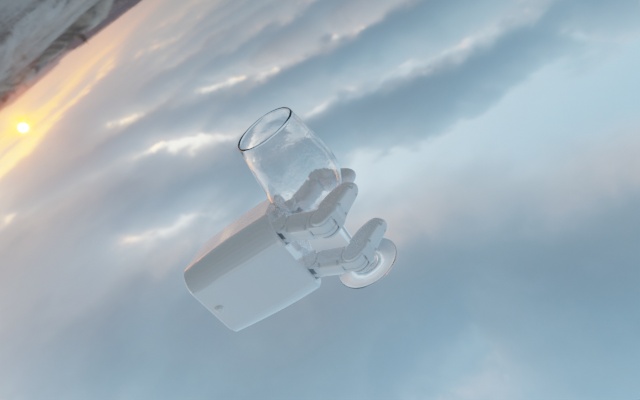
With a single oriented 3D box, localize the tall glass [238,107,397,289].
[{"bbox_3d":[0.001,0.002,0.492,0.079,0.079,0.201,0,-44,47],"label":"tall glass"}]
